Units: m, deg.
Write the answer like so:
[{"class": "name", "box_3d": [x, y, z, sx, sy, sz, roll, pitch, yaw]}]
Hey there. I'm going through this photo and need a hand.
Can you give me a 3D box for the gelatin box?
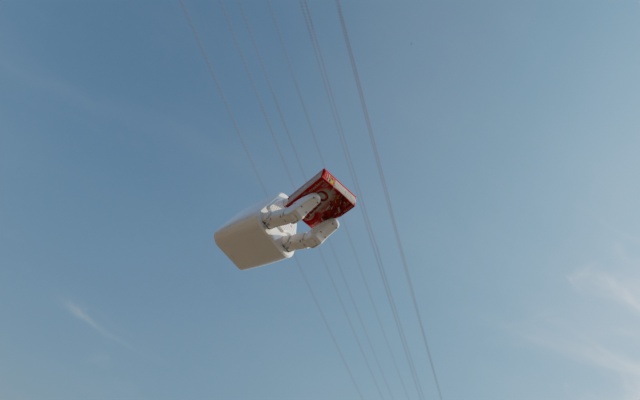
[{"class": "gelatin box", "box_3d": [0.000, 0.002, 0.757, 0.089, 0.073, 0.030, -37, 21, 30]}]
